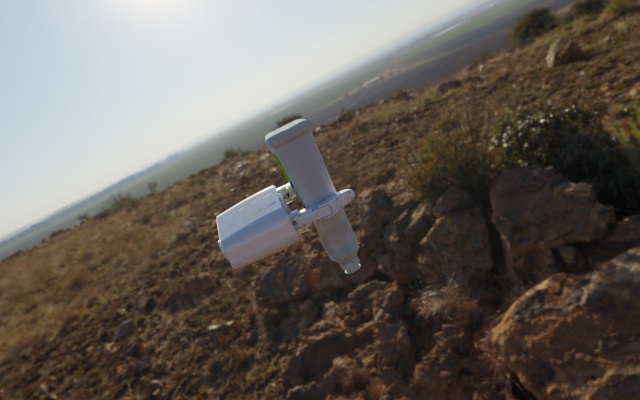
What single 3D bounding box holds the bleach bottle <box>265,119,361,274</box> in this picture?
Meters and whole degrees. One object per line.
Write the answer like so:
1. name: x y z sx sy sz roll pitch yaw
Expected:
1. bleach bottle: 0.000 0.002 0.729 0.068 0.251 0.102 -27 14 -4
